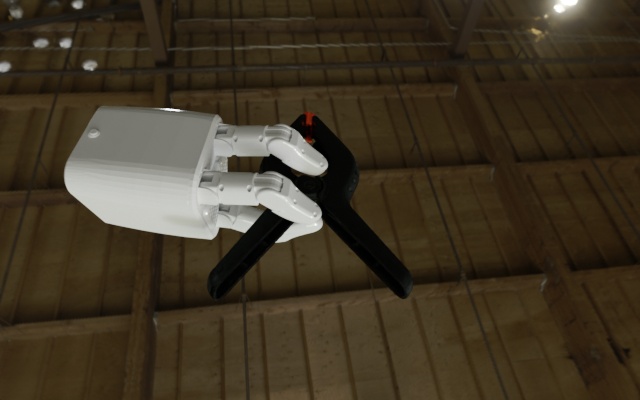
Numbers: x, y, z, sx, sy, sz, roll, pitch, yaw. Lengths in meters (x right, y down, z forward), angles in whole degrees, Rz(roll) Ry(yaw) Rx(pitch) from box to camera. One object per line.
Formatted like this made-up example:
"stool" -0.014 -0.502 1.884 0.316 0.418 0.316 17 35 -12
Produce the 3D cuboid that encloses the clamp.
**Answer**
"clamp" 0.000 0.001 0.437 0.164 0.209 0.036 6 -38 1
